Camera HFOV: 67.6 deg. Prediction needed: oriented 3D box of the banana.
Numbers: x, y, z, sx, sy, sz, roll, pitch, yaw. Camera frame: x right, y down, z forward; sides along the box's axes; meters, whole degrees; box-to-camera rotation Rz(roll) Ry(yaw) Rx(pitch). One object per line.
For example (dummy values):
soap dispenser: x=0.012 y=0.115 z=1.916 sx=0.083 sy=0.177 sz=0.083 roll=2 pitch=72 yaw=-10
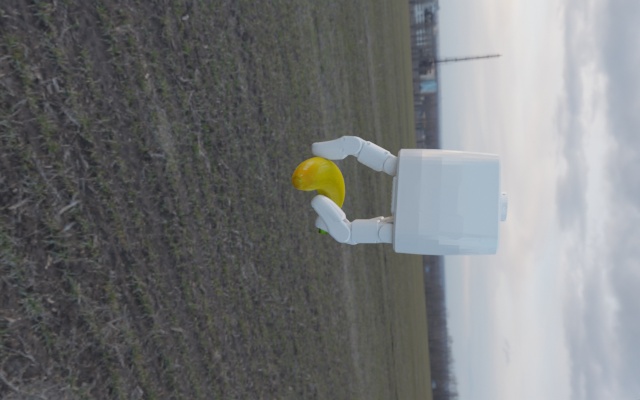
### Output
banana: x=0.004 y=-0.014 z=0.585 sx=0.037 sy=0.069 sz=0.198 roll=7 pitch=-18 yaw=13
